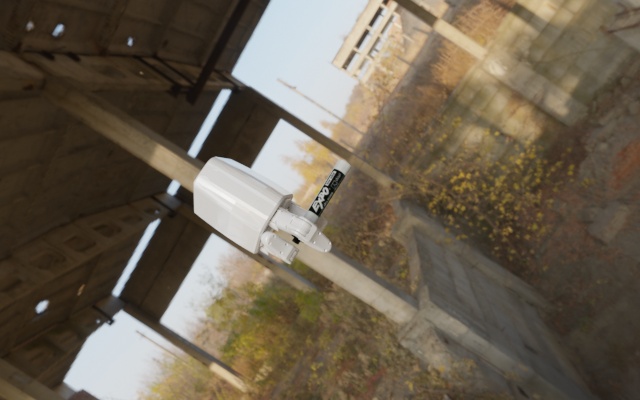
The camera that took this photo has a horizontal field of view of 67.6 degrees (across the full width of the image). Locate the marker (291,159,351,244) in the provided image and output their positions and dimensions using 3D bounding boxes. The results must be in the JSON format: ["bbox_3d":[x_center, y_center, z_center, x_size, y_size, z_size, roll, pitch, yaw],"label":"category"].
[{"bbox_3d":[0.000,0.002,0.597,0.020,0.121,0.020,30,-13,8],"label":"marker"}]
